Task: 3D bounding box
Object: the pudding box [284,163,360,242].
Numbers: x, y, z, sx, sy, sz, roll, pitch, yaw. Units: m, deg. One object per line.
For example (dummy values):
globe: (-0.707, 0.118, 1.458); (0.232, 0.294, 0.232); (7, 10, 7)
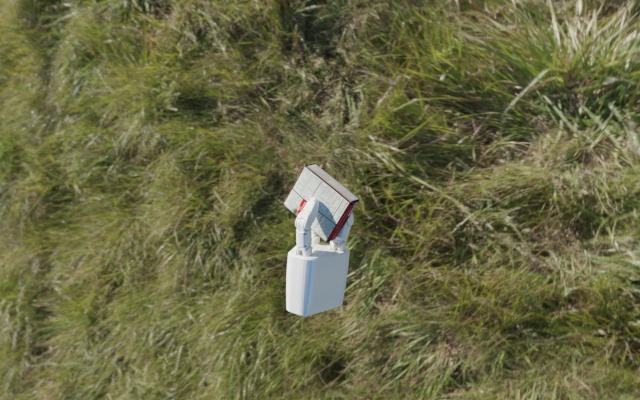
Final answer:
pudding box: (0.000, 0.003, 0.832); (0.113, 0.090, 0.039); (40, 25, 19)
